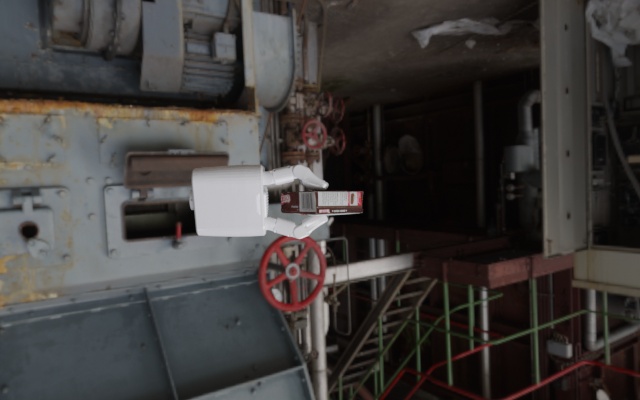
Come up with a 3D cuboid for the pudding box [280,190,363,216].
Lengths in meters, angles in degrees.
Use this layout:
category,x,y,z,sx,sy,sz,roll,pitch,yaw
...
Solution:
category,x,y,z,sx,sy,sz,roll,pitch,yaw
pudding box,0.000,0.003,0.763,0.090,0.039,0.113,-2,3,-32
